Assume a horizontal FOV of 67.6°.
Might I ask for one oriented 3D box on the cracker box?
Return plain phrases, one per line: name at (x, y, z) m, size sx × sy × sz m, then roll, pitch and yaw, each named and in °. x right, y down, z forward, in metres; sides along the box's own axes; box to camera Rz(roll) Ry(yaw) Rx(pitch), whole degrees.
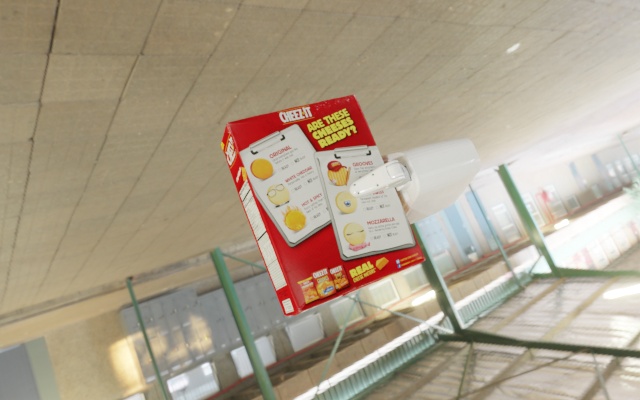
cracker box at (0.000, 0.002, 0.546) m, size 0.164 × 0.213 × 0.072 m, roll -18°, pitch -11°, yaw -25°
